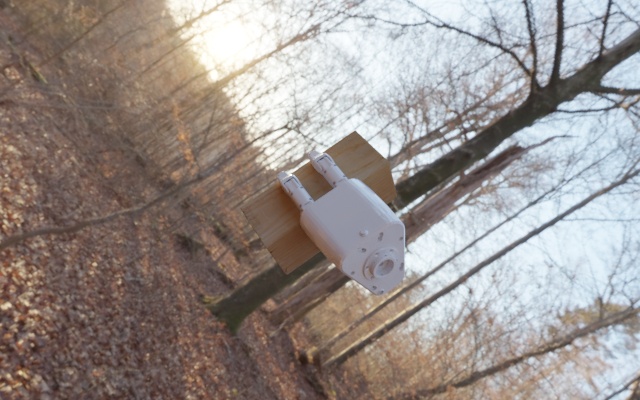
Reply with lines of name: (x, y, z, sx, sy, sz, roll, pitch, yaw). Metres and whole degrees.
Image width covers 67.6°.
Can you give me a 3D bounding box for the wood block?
wood block: (0.001, 0.003, 0.708, 0.206, 0.090, 0.091, -34, -39, -7)
